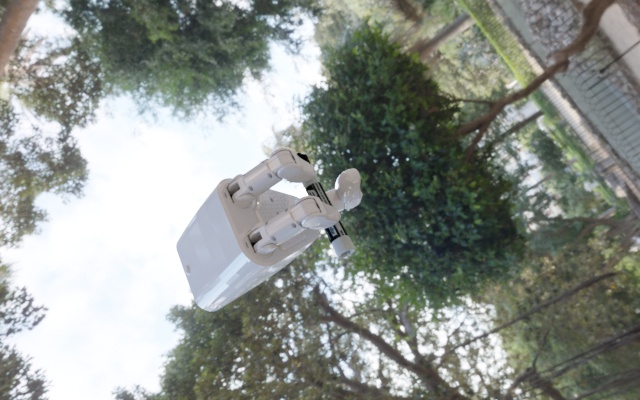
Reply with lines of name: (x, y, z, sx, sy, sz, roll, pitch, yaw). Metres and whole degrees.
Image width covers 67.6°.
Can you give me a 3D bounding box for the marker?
marker: (0.000, 0.002, 0.479, 0.020, 0.121, 0.020, -22, -24, -10)
